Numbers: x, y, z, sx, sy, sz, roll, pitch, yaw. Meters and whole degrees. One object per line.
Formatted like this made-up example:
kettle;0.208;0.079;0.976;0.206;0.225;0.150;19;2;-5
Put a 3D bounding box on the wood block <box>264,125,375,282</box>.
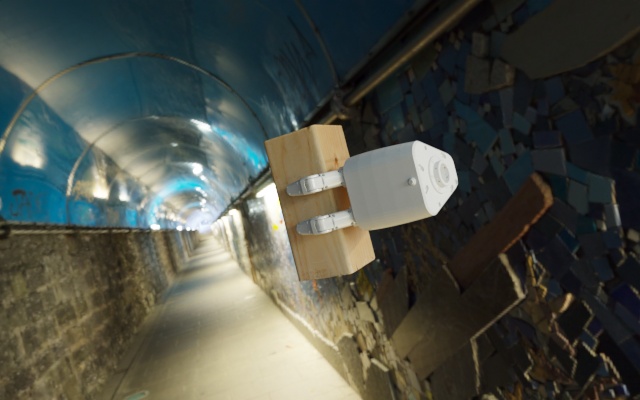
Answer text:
wood block;0.001;0.002;0.696;0.090;0.206;0.091;-14;1;29
